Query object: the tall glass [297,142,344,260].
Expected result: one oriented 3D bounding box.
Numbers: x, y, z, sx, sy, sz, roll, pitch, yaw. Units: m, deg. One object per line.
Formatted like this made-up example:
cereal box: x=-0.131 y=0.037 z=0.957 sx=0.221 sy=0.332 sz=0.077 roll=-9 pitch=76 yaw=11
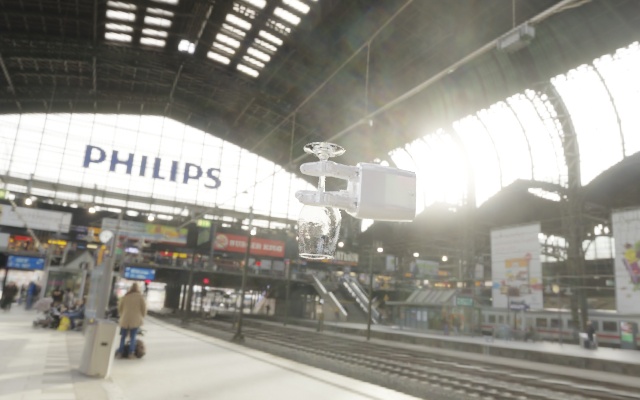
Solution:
tall glass: x=0.000 y=0.002 z=0.857 sx=0.079 sy=0.201 sz=0.079 roll=4 pitch=-13 yaw=1
